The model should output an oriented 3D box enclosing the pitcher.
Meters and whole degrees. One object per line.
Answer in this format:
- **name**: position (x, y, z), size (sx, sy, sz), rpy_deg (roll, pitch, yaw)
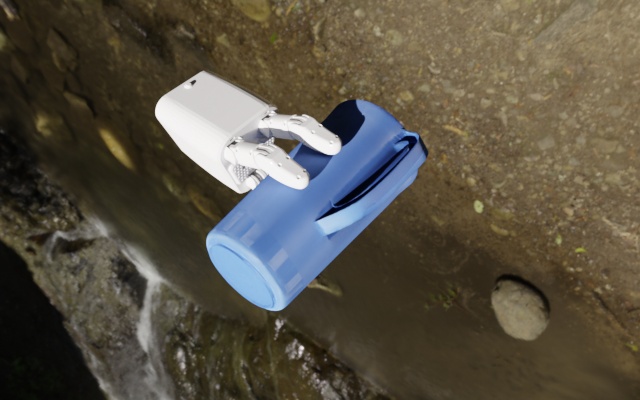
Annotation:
- **pitcher**: position (0.000, 0.002, 0.529), size (0.145, 0.242, 0.149), rpy_deg (34, -31, 18)
